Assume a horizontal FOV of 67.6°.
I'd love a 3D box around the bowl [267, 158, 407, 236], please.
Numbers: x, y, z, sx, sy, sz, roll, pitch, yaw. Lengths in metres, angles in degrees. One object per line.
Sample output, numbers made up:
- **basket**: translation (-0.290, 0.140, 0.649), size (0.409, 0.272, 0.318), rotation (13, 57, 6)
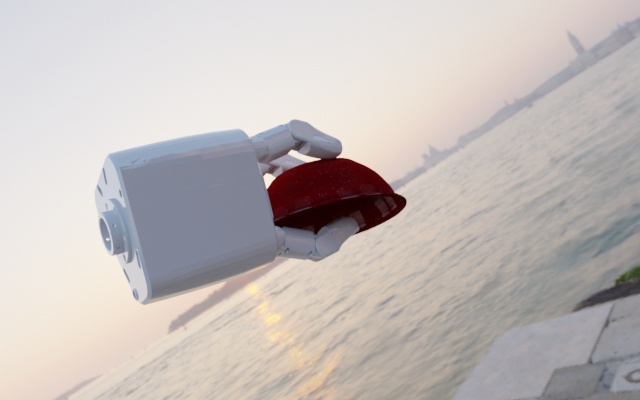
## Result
- **bowl**: translation (0.001, 0.001, 0.474), size (0.162, 0.055, 0.162), rotation (-14, -17, -4)
